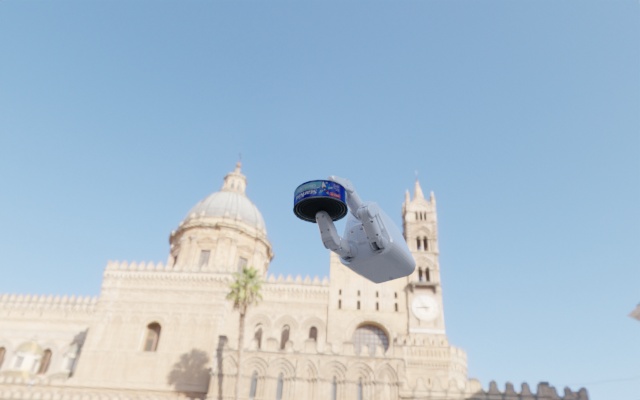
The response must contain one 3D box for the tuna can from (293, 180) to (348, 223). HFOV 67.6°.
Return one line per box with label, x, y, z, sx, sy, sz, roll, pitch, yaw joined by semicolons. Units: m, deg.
tuna can;0.000;0.002;0.749;0.086;0.033;0.086;0;-29;0
